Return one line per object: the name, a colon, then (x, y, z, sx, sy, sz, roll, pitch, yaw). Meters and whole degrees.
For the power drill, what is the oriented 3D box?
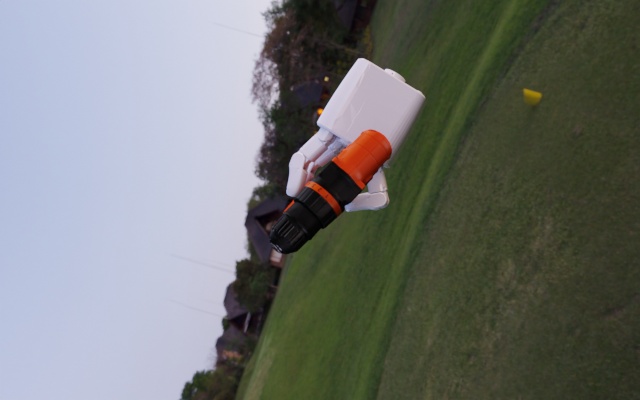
power drill: (0.000, 0.002, 0.613, 0.184, 0.057, 0.188, -44, 2, -14)
